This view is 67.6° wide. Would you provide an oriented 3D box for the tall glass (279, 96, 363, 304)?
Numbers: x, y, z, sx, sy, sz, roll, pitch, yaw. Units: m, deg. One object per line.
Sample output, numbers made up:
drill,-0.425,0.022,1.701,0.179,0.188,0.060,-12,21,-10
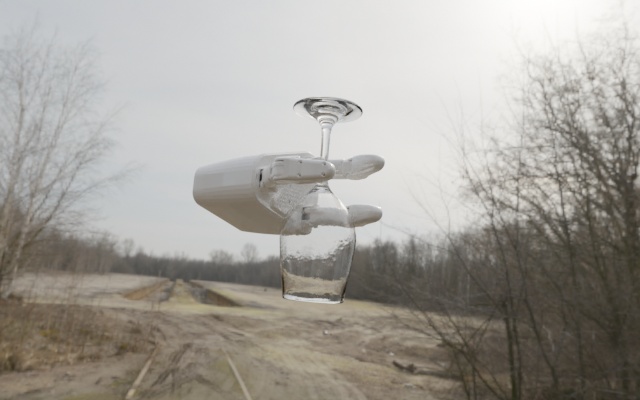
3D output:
tall glass,0.000,0.001,0.491,0.079,0.201,0.079,4,-9,1
